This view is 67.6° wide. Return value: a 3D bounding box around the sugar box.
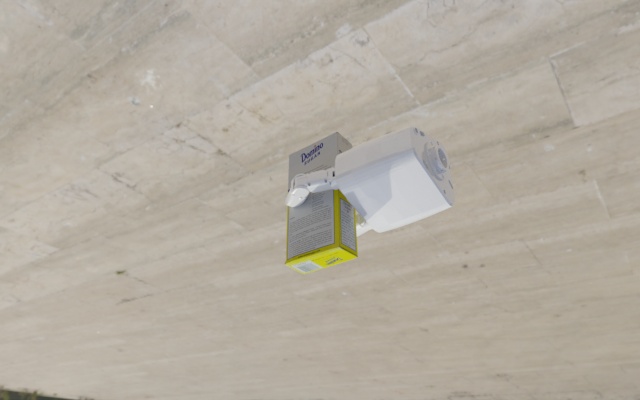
[{"bbox_3d":[0.001,0.002,0.646,0.093,0.176,0.048,-21,-39,33],"label":"sugar box"}]
